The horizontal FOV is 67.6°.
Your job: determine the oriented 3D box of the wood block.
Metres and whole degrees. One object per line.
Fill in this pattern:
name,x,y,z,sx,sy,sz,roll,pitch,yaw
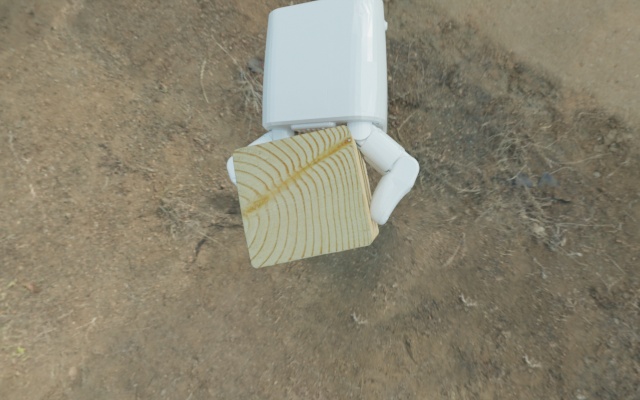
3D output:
wood block,0.000,0.001,0.441,0.091,0.090,0.206,-11,-4,8
